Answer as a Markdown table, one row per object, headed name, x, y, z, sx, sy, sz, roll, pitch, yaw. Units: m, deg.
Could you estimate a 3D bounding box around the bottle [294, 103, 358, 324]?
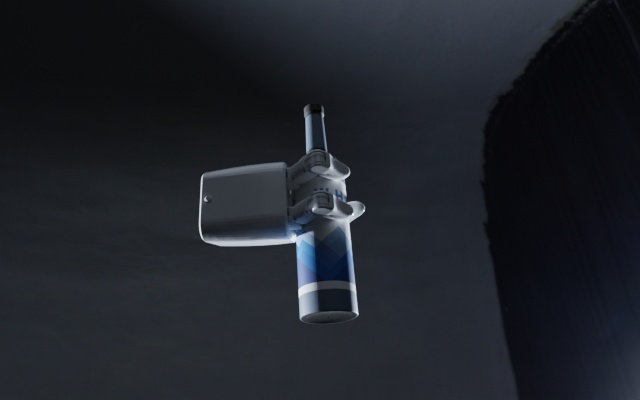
| name | x | y | z | sx | sy | sz | roll | pitch | yaw |
| --- | --- | --- | --- | --- | --- | --- | --- | --- | --- |
| bottle | 0.000 | 0.002 | 0.608 | 0.069 | 0.295 | 0.069 | -3 | -26 | -2 |
